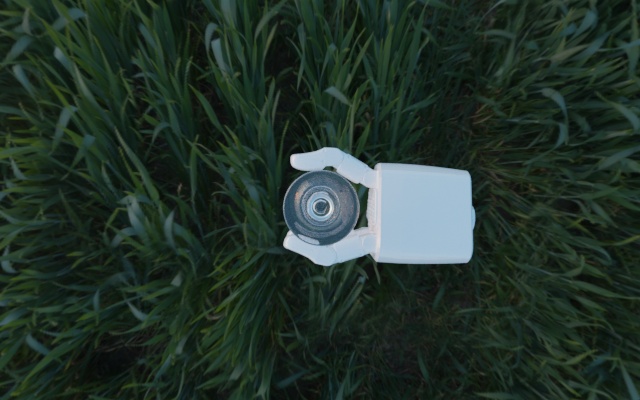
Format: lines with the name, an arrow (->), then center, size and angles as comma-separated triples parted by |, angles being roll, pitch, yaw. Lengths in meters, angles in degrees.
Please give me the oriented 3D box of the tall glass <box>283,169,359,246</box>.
tall glass -> 0.000, 0.002, 0.561 | 0.079, 0.079, 0.201 | 0, 3, -1
